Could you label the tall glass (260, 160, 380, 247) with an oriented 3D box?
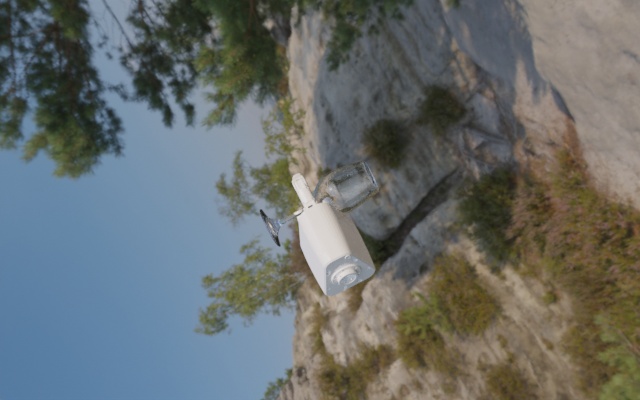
[{"bbox_3d":[-0.001,0.003,0.831,0.201,0.079,0.079,-28,0,0],"label":"tall glass"}]
